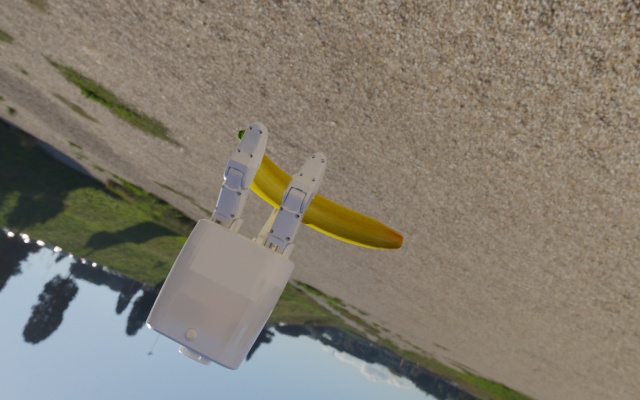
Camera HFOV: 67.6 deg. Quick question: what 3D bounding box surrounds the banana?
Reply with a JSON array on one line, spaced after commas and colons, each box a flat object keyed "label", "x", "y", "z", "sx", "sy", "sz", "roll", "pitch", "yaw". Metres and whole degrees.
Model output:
[{"label": "banana", "x": -0.009, "y": 0.003, "z": 0.490, "sx": 0.198, "sy": 0.037, "sz": 0.069, "roll": 32, "pitch": -19, "yaw": -12}]
